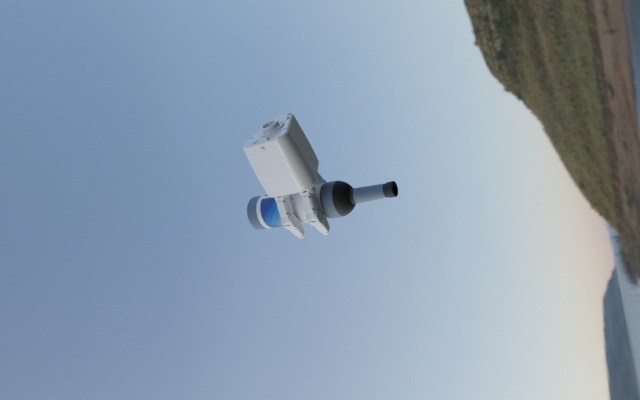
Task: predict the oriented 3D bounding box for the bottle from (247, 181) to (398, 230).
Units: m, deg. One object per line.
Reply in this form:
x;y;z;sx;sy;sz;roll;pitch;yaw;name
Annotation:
0.000;0.003;0.874;0.296;0.069;0.069;-10;-5;30;bottle
